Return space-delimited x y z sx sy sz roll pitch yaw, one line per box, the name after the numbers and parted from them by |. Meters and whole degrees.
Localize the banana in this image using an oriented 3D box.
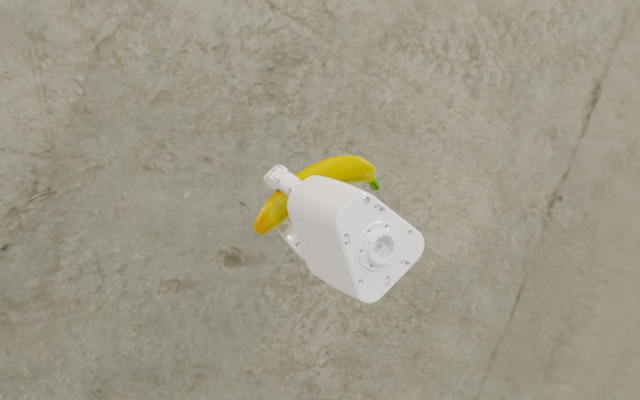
0.000 -0.016 0.615 0.198 0.070 0.037 -19 22 -26 | banana
